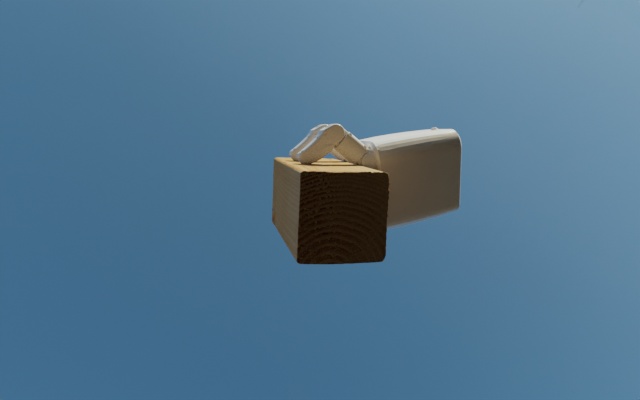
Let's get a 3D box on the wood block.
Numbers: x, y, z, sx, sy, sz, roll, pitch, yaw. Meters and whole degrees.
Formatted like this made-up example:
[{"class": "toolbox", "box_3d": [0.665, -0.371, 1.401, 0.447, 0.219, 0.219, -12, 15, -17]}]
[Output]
[{"class": "wood block", "box_3d": [0.000, 0.002, 0.550, 0.090, 0.091, 0.206, 0, 8, -12]}]
